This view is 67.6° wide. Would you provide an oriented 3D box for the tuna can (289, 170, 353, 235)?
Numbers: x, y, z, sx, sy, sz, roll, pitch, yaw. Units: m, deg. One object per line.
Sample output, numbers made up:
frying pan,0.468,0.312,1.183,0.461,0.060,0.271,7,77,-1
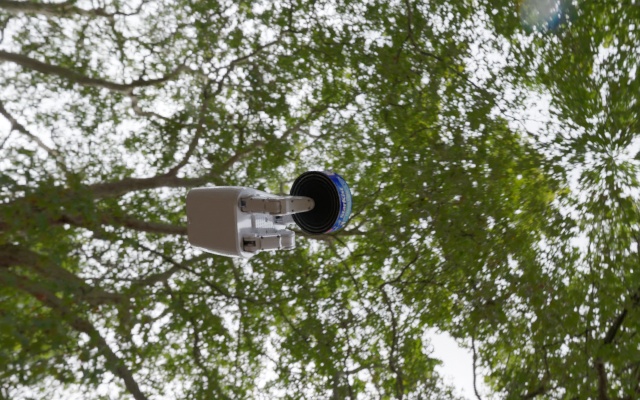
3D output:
tuna can,0.001,0.002,0.643,0.086,0.086,0.034,0,4,37
